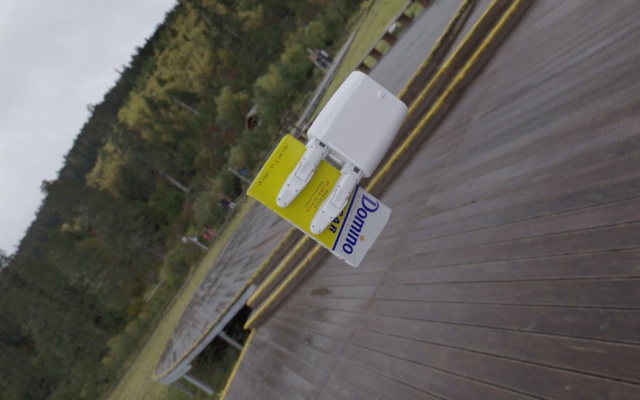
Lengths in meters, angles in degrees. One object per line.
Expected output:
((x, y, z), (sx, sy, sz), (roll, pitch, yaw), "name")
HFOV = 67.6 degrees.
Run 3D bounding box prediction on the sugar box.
((0.000, 0.002, 0.631), (0.176, 0.093, 0.048), (35, -8, -8), "sugar box")
